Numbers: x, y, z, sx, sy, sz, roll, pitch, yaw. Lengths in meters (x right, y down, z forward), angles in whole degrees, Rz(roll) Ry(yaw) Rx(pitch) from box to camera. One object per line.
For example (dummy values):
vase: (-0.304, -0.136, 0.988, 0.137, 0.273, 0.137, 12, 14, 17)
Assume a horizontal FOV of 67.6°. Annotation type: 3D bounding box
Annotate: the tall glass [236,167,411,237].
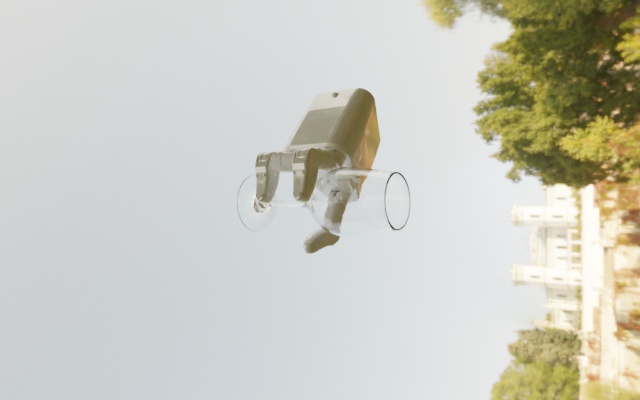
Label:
tall glass: (0.000, 0.002, 0.556, 0.201, 0.079, 0.079, 0, 0, 35)
